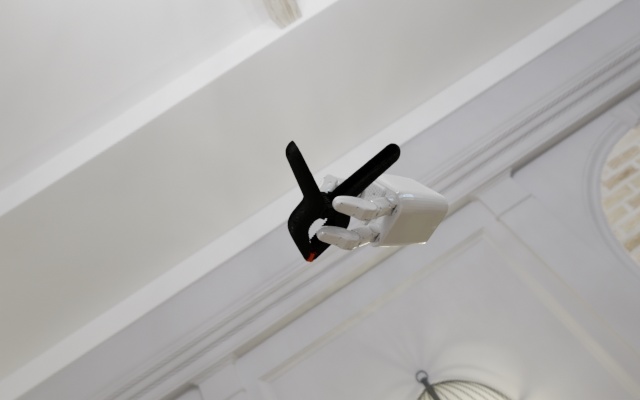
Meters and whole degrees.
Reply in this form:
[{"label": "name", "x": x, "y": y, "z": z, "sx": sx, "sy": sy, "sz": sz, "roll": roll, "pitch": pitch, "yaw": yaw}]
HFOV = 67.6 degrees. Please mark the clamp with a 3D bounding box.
[{"label": "clamp", "x": 0.000, "y": 0.002, "z": 0.651, "sx": 0.164, "sy": 0.210, "sz": 0.036, "roll": 5, "pitch": 38, "yaw": -32}]
